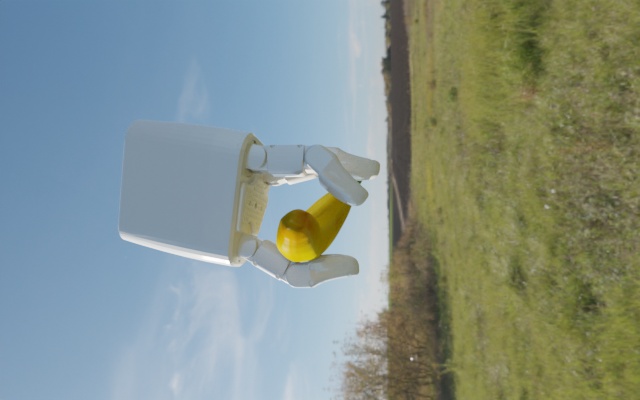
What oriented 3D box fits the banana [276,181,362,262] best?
[{"bbox_3d":[-0.004,0.018,0.412,0.037,0.070,0.197,21,18,10],"label":"banana"}]
